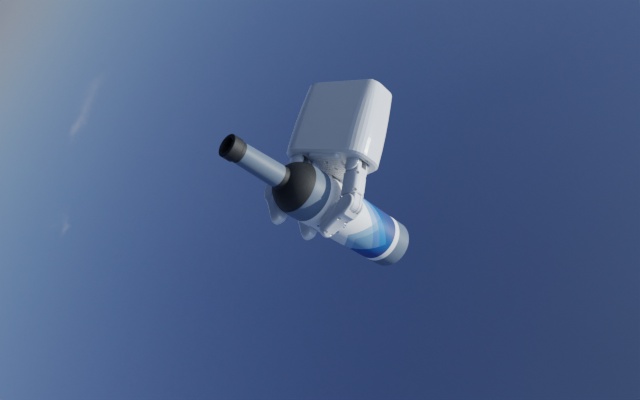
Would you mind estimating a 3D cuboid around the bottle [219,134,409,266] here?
[{"bbox_3d":[0.000,0.002,0.589,0.069,0.069,0.296,0,-24,47],"label":"bottle"}]
